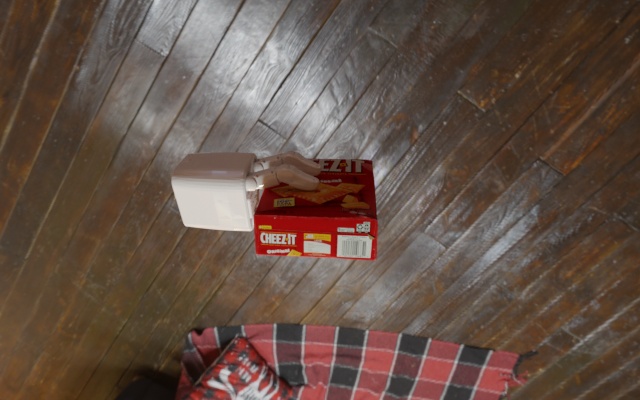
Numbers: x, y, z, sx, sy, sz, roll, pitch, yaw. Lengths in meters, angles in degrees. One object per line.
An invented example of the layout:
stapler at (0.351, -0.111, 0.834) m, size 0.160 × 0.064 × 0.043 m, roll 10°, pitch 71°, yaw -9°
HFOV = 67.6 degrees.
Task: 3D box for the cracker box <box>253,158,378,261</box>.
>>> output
cracker box at (0.000, 0.003, 0.715) m, size 0.164 × 0.072 × 0.213 m, roll 2°, pitch 26°, yaw 3°
